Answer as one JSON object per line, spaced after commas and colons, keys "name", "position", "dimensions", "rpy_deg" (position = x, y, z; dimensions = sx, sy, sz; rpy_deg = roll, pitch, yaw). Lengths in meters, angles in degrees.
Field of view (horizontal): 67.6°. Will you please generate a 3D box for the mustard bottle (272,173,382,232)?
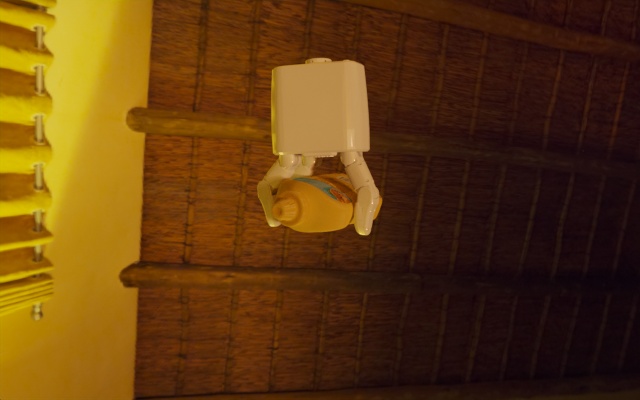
{"name": "mustard bottle", "position": [0.000, 0.002, 0.600], "dimensions": [0.096, 0.058, 0.191], "rpy_deg": [27, 17, 24]}
